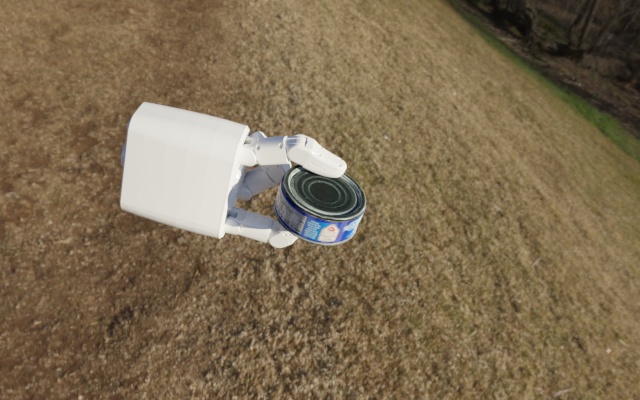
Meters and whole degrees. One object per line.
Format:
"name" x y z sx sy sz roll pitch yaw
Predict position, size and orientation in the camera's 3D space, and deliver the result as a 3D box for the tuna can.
"tuna can" 0.000 0.001 0.461 0.086 0.034 0.086 13 38 -11
